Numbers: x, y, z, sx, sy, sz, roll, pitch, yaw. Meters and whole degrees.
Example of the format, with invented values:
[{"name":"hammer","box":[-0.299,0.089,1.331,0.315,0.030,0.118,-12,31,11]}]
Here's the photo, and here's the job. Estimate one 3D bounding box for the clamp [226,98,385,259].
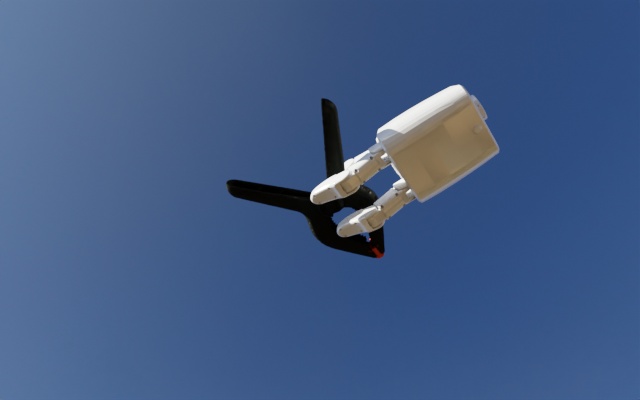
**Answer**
[{"name":"clamp","box":[0.001,0.002,0.587,0.164,0.210,0.036,-31,24,16]}]
